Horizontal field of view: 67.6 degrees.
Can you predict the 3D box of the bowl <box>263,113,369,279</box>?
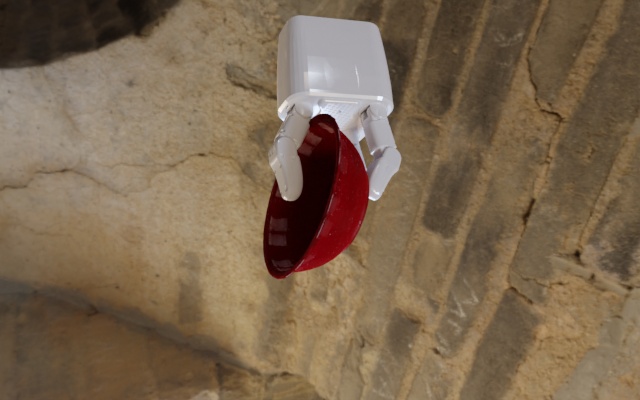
[{"bbox_3d":[0.000,0.003,0.461,0.055,0.162,0.162,18,-7,-22],"label":"bowl"}]
